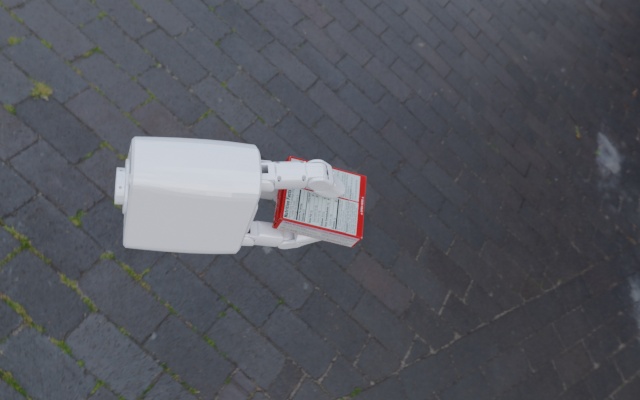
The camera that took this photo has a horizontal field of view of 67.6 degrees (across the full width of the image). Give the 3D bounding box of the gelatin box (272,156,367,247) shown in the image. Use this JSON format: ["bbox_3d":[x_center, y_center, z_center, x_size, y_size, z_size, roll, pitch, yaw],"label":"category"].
[{"bbox_3d":[0.001,0.001,0.486,0.089,0.073,0.030,14,-29,-14],"label":"gelatin box"}]
